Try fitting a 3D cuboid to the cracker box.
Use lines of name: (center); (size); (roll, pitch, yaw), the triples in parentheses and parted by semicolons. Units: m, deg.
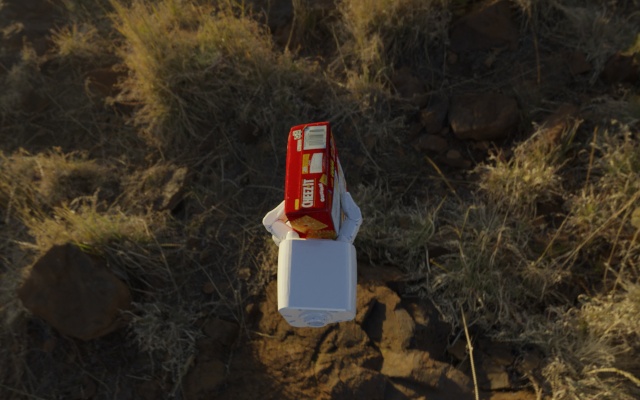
cracker box: (0.000, 0.002, 0.791); (0.072, 0.164, 0.214); (-5, -31, 10)
